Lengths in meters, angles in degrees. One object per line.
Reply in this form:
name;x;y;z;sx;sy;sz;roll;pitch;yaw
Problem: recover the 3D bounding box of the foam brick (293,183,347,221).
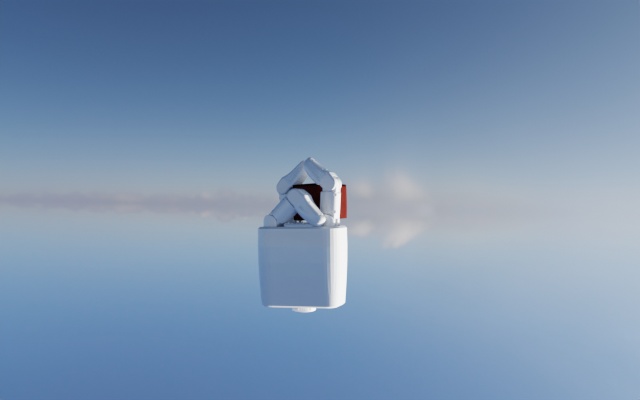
foam brick;0.000;0.002;0.690;0.053;0.051;0.078;-3;-2;26
